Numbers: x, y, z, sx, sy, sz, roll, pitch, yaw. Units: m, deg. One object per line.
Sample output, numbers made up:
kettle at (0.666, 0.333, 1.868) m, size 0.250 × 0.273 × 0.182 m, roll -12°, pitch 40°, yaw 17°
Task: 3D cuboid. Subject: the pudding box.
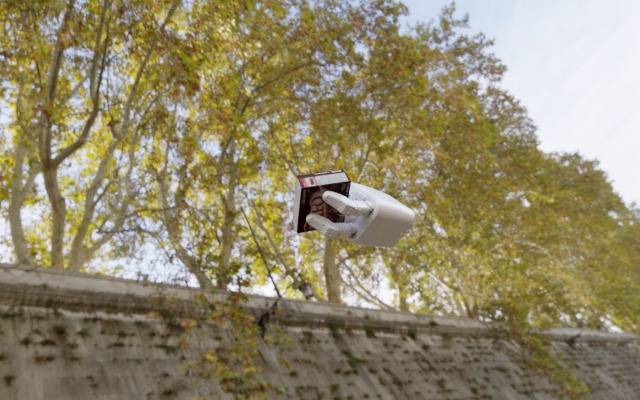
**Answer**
pudding box at (0.000, 0.003, 0.838) m, size 0.090 × 0.114 × 0.039 m, roll -10°, pitch 43°, yaw -17°
